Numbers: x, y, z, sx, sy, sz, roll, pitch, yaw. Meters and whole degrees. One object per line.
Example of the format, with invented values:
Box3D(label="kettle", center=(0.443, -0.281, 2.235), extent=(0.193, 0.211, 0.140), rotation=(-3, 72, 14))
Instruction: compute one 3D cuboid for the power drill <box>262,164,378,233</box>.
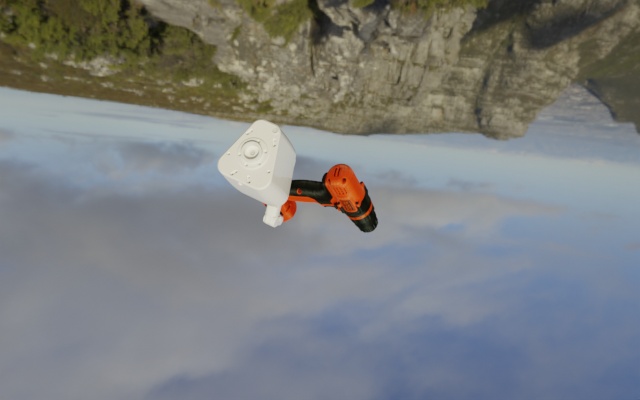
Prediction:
Box3D(label="power drill", center=(0.000, 0.003, 0.864), extent=(0.187, 0.057, 0.184), rotation=(-3, -35, 24))
